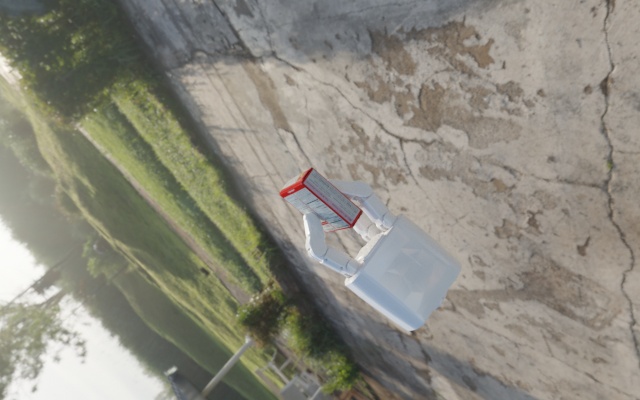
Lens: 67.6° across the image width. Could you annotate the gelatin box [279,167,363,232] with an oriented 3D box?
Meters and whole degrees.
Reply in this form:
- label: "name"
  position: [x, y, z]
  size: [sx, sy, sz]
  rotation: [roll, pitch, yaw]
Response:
- label: "gelatin box"
  position: [0.000, 0.002, 0.612]
  size: [0.089, 0.030, 0.073]
  rotation: [39, -24, -15]
